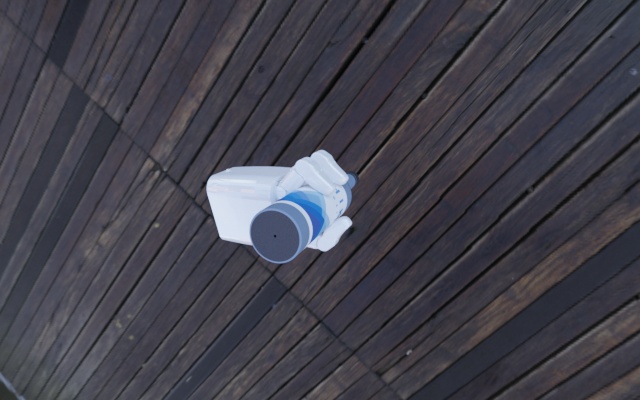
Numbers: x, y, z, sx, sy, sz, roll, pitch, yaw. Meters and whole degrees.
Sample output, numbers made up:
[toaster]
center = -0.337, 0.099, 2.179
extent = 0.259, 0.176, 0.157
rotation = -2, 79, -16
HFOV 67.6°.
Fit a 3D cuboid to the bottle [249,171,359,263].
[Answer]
[bottle]
center = 0.000, 0.002, 0.673
extent = 0.069, 0.069, 0.295
rotation = 0, 15, 22
